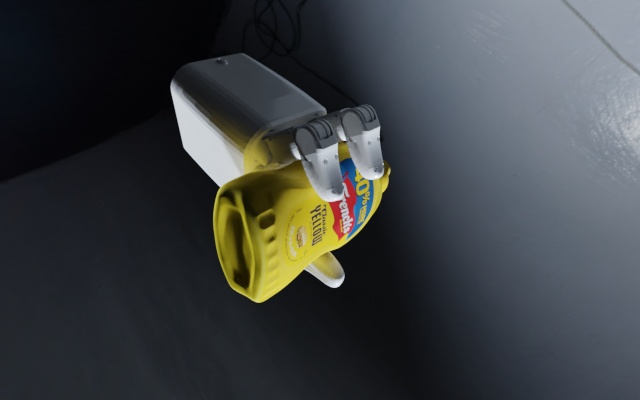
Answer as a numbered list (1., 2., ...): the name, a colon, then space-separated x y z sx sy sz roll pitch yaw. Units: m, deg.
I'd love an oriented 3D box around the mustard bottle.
1. mustard bottle: 0.000 0.002 0.411 0.058 0.096 0.191 18 33 36
